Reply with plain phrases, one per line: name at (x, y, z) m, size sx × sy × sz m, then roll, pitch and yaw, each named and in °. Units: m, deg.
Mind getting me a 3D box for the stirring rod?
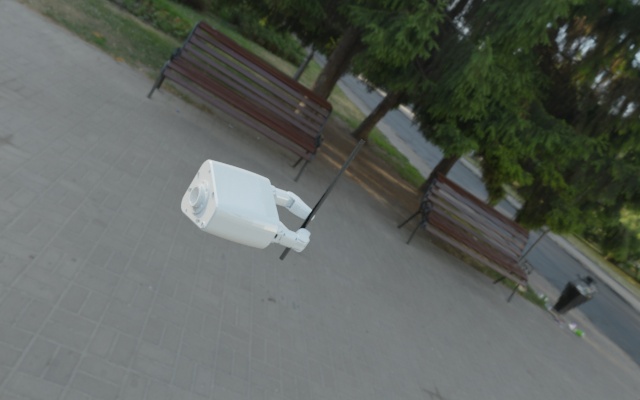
stirring rod at (0.000, 0.003, 0.760) m, size 0.011 × 0.239 × 0.011 m, roll 31°, pitch 17°, yaw -11°
